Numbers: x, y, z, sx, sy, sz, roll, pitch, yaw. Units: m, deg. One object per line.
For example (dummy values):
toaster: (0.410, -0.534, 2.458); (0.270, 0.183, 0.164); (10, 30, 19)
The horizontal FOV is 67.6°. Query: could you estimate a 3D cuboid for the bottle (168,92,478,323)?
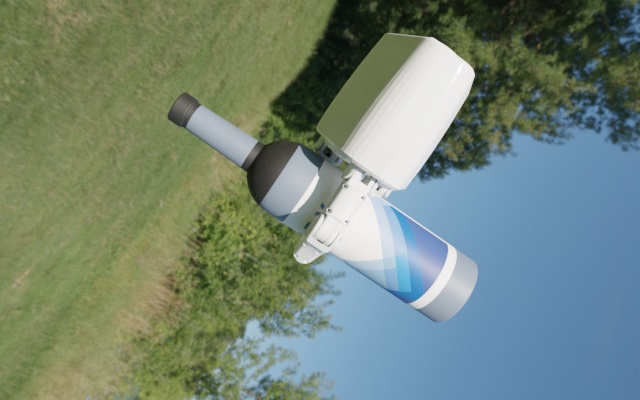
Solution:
bottle: (0.000, 0.002, 0.420); (0.296, 0.069, 0.069); (34, -5, -7)
